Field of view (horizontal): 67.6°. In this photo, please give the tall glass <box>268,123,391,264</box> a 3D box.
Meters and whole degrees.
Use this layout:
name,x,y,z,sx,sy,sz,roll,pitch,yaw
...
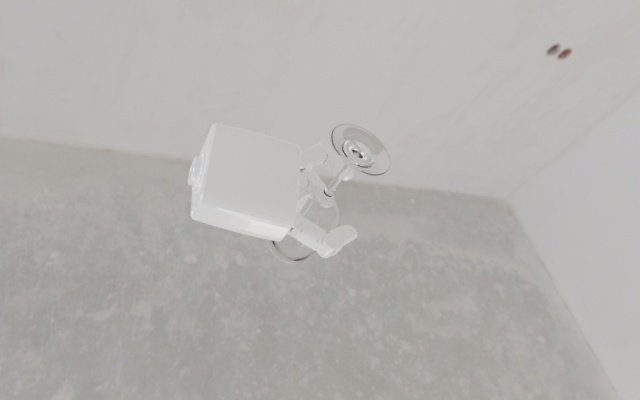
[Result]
name,x,y,z,sx,sy,sz,roll,pitch,yaw
tall glass,0.001,0.002,0.584,0.079,0.079,0.201,0,-36,-33
